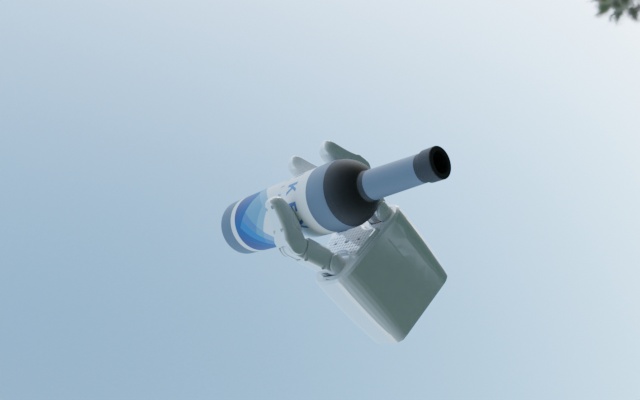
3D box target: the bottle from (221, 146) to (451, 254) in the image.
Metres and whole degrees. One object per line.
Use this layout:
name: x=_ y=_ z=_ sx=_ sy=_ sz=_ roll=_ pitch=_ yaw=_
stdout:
bottle: x=0.000 y=0.002 z=0.477 sx=0.069 sy=0.069 sz=0.296 roll=0 pitch=-12 yaw=-40
